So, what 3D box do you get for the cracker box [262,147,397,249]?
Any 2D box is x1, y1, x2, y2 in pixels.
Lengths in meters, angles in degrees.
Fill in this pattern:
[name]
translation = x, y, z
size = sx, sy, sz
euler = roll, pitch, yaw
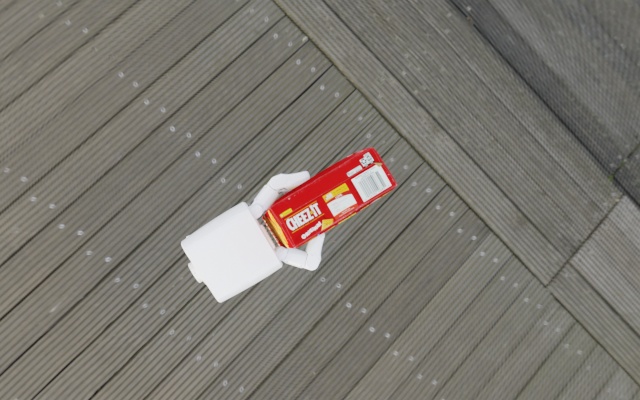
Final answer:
[cracker box]
translation = 0.000, 0.002, 0.715
size = 0.164, 0.072, 0.214
euler = -31, 1, -11
